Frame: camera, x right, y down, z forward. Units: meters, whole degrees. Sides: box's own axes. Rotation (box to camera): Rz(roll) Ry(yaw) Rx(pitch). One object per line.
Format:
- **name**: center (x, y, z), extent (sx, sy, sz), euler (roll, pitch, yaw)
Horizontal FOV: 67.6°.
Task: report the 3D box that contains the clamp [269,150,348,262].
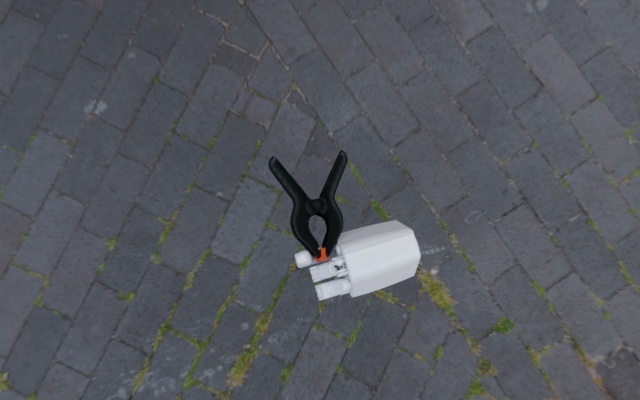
- **clamp**: center (0.000, 0.002, 0.716), extent (0.120, 0.171, 0.039), euler (-16, -6, -6)
